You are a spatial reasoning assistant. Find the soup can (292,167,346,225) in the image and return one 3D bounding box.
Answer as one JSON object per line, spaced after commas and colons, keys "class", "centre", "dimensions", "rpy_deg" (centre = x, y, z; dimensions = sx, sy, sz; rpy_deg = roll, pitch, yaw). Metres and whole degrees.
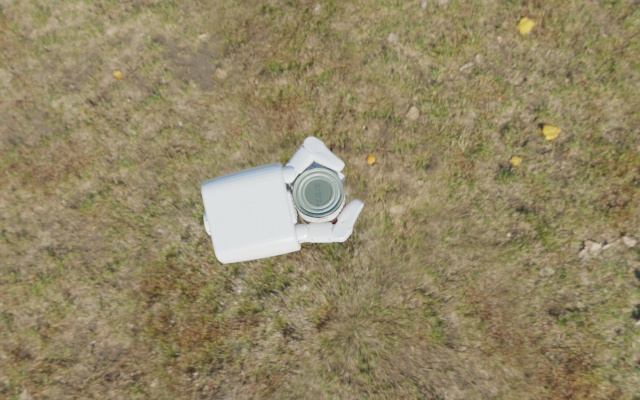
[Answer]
{"class": "soup can", "centre": [0.001, 0.002, 0.641], "dimensions": [0.068, 0.068, 0.102], "rpy_deg": [0, -15, 4]}
